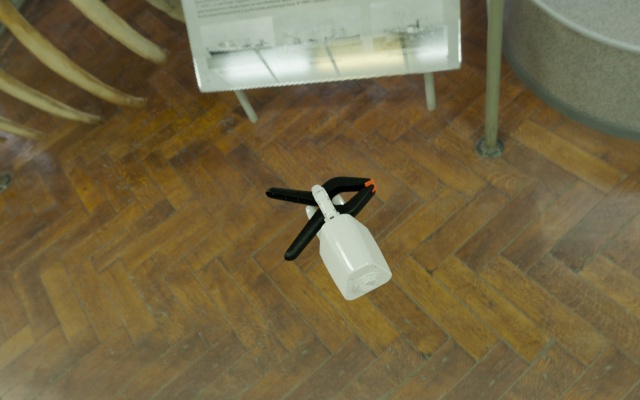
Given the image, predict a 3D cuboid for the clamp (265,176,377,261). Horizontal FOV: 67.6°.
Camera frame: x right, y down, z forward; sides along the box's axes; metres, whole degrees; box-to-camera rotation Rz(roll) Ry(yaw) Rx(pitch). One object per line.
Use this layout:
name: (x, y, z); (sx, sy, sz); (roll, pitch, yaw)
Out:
clamp: (0.001, 0.002, 0.895); (0.210, 0.164, 0.036); (-28, -34, -2)
